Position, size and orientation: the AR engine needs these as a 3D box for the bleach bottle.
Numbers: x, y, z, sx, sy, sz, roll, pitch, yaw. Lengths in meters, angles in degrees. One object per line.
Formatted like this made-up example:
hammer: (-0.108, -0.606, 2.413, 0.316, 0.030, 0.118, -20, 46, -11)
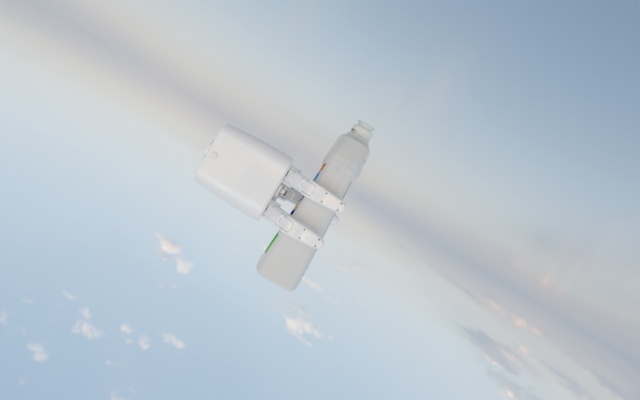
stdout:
bleach bottle: (0.000, 0.002, 0.677, 0.068, 0.251, 0.102, 31, 3, -2)
